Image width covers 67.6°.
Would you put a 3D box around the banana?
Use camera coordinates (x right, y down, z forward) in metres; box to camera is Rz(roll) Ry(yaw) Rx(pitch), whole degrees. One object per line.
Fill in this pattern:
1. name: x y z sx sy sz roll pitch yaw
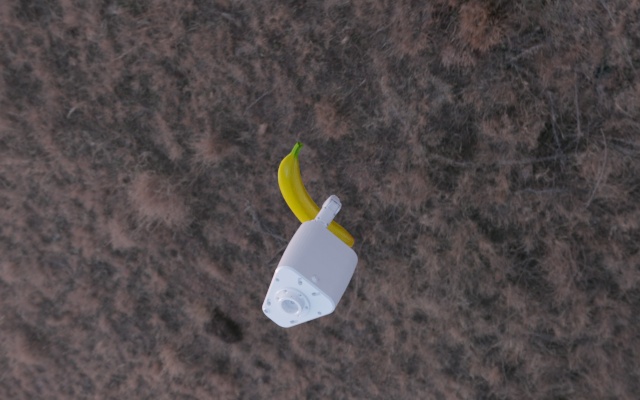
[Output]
1. banana: -0.017 0.005 0.780 0.069 0.198 0.037 -19 21 29
